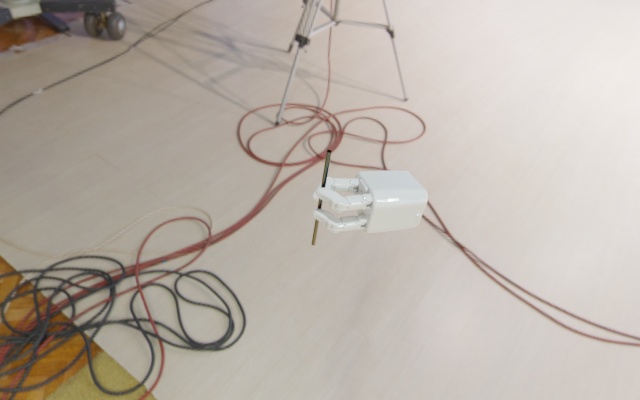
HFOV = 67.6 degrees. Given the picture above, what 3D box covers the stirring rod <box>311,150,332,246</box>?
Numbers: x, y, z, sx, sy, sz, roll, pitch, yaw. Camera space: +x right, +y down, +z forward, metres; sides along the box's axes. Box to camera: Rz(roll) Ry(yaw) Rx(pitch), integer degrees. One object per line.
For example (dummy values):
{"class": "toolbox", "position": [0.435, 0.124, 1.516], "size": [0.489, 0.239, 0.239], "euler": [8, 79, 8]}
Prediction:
{"class": "stirring rod", "position": [0.000, 0.003, 0.878], "size": [0.011, 0.011, 0.240], "euler": [5, -45, -5]}
